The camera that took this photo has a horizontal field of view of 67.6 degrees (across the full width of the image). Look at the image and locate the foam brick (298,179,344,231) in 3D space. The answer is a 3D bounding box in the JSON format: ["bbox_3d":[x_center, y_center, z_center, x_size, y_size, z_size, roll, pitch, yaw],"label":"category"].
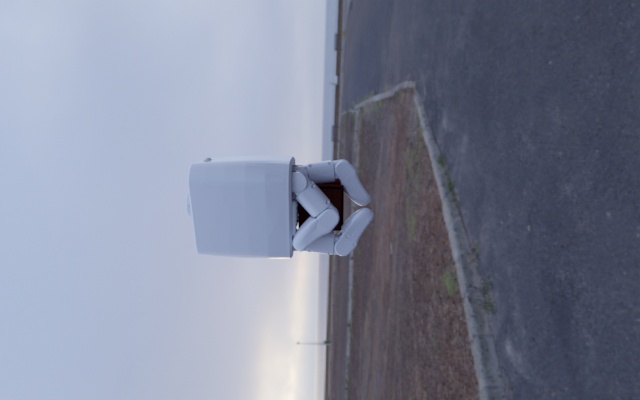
[{"bbox_3d":[0.000,0.002,0.569,0.051,0.053,0.078,0,10,0],"label":"foam brick"}]
